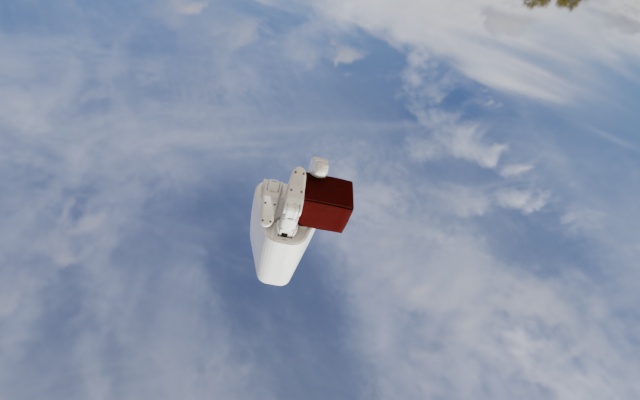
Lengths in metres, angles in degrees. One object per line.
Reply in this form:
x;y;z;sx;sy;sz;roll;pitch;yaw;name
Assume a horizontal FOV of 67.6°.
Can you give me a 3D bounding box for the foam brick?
0.000;0.002;0.632;0.078;0.053;0.051;11;-45;-7;foam brick
